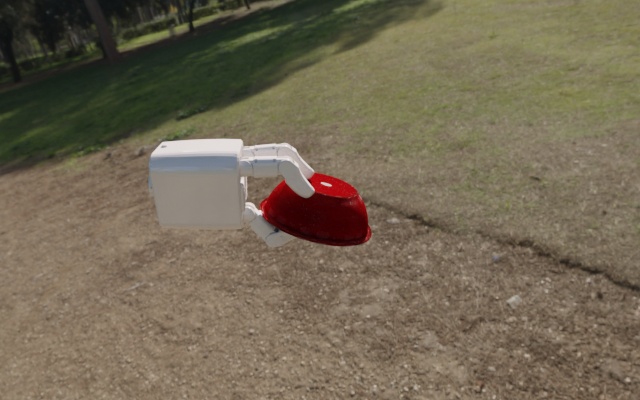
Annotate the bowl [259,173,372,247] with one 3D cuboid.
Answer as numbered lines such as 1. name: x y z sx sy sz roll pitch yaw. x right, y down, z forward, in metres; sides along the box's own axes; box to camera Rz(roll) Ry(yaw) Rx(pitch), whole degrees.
1. bowl: 0.001 0.002 0.658 0.162 0.055 0.162 14 19 -5
